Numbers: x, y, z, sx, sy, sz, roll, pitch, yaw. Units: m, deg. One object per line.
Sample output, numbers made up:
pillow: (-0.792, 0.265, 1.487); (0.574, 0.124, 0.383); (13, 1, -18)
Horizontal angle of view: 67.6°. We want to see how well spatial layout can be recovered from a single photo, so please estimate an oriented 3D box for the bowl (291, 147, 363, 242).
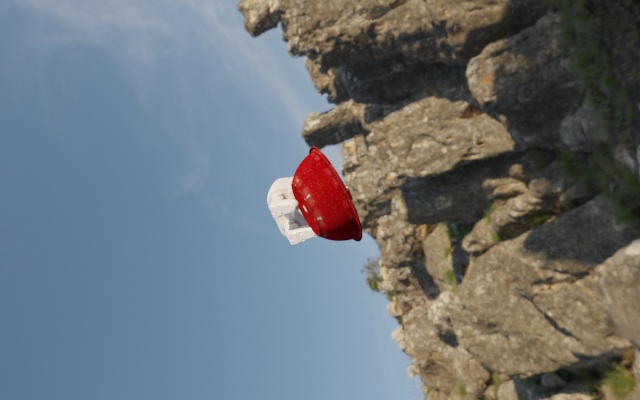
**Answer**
bowl: (0.000, 0.002, 0.725); (0.055, 0.162, 0.162); (-27, 6, -11)
